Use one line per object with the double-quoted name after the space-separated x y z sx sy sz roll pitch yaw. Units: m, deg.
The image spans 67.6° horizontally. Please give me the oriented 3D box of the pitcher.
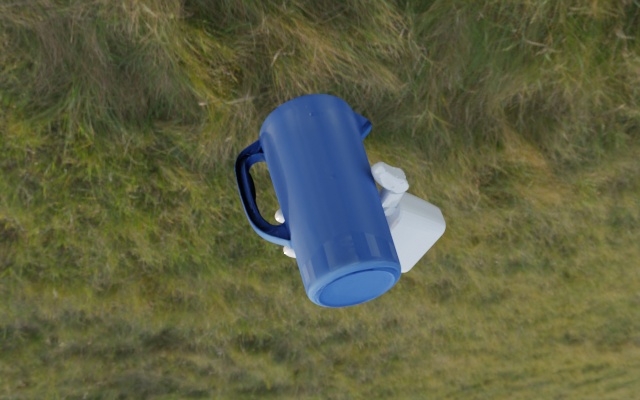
0.000 0.002 0.581 0.145 0.242 0.149 16 -45 -40 "pitcher"
